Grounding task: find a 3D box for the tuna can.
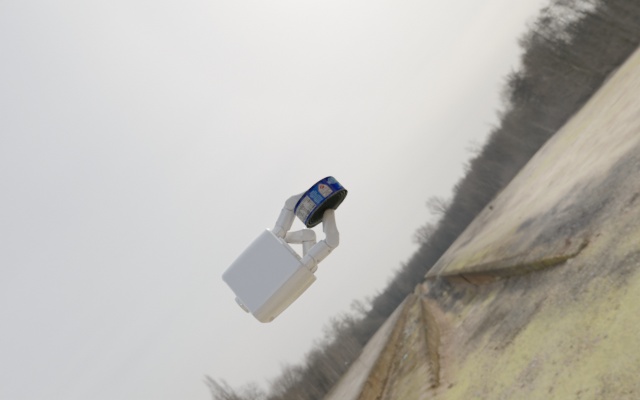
[{"bbox_3d":[0.000,0.002,0.740,0.086,0.033,0.086,-40,-16,-13],"label":"tuna can"}]
